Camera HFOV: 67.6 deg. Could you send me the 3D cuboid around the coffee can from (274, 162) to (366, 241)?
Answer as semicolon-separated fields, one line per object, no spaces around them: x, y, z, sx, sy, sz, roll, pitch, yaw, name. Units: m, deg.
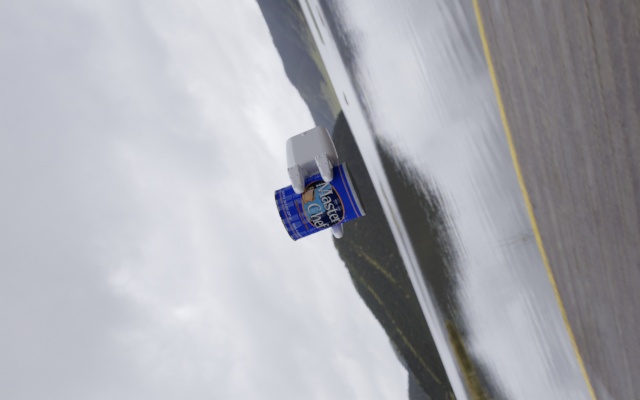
0.000;0.003;0.873;0.140;0.103;0.103;-21;-3;7;coffee can
